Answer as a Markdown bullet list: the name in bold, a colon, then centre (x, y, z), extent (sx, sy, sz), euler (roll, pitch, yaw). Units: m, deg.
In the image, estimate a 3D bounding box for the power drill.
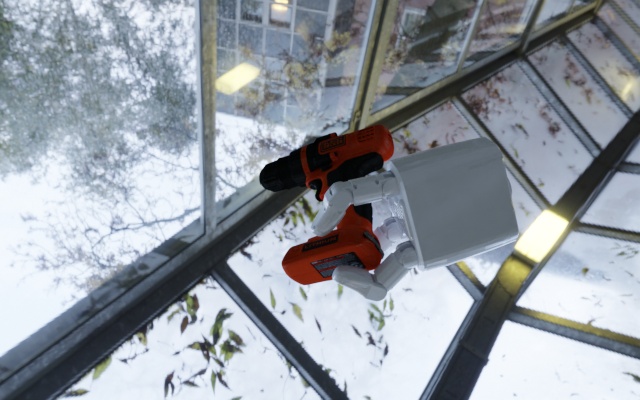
- **power drill**: centre (0.000, 0.002, 0.562), extent (0.184, 0.187, 0.057), euler (-17, -42, 23)
